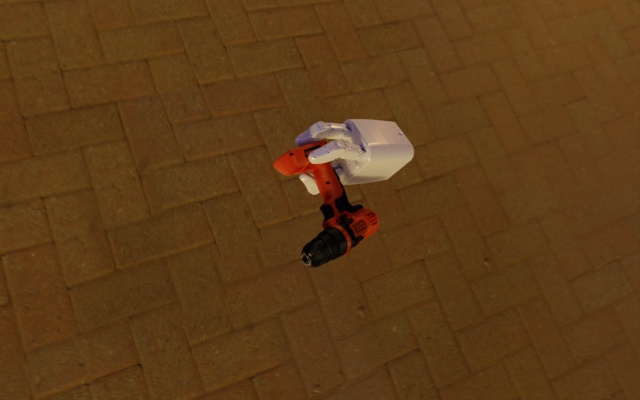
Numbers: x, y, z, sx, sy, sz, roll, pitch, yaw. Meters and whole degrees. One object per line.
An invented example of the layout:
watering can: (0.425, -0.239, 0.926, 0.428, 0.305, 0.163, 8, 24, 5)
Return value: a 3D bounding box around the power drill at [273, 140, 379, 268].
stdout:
power drill: (0.000, 0.002, 0.782, 0.057, 0.187, 0.184, -30, -3, 41)
